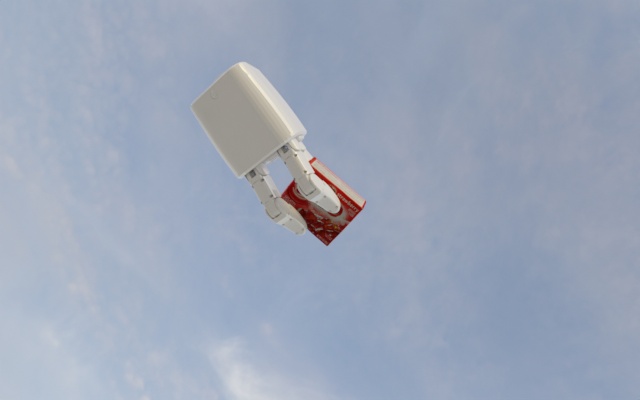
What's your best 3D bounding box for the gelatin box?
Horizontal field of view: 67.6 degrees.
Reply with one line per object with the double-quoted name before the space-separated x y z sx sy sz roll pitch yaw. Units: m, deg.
"gelatin box" 0.000 0.002 0.598 0.089 0.073 0.030 40 26 -2
